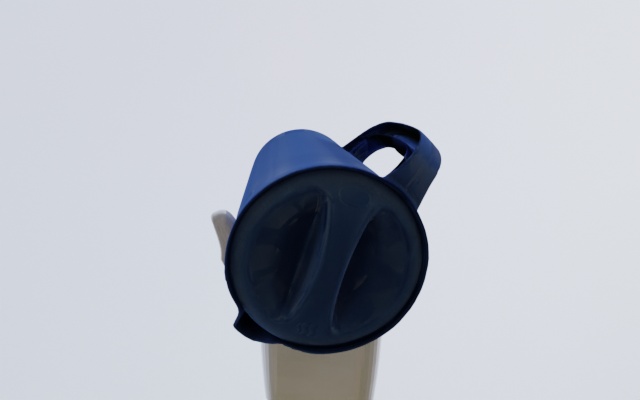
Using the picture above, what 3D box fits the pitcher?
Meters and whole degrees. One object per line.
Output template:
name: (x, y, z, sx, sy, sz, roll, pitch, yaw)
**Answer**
pitcher: (0.000, 0.002, 0.413, 0.149, 0.145, 0.242, -3, 18, -6)
